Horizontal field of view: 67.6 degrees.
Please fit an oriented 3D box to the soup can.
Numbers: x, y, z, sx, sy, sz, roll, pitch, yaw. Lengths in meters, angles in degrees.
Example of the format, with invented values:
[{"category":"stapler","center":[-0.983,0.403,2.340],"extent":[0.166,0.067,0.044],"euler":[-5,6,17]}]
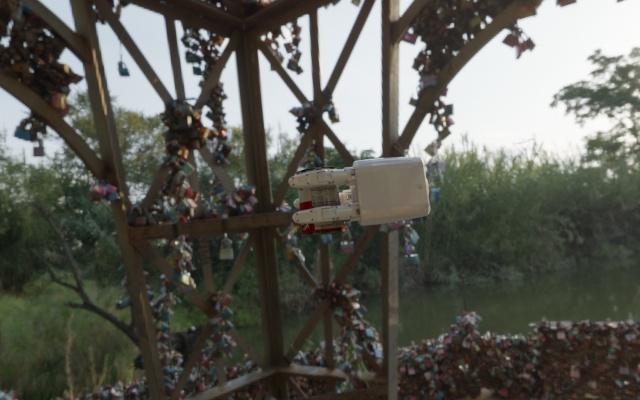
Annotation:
[{"category":"soup can","center":[0.000,0.002,0.752],"extent":[0.068,0.102,0.068],"euler":[-6,-5,-1]}]
